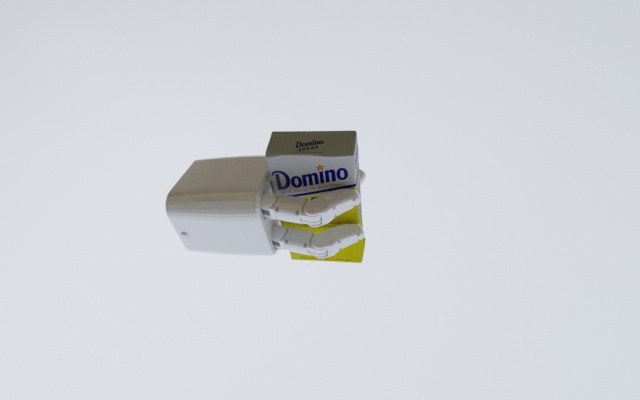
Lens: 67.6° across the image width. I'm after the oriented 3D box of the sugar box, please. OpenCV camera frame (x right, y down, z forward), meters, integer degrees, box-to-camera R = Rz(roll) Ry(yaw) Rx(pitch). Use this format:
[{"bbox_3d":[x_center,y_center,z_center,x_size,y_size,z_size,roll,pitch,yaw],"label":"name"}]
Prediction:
[{"bbox_3d":[0.000,0.002,0.543,0.093,0.048,0.176,0,-41,10],"label":"sugar box"}]
